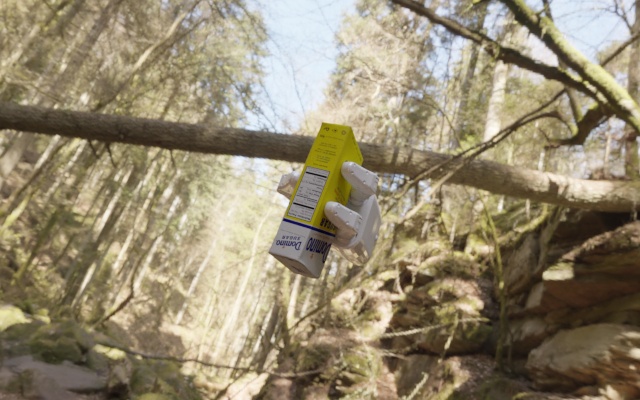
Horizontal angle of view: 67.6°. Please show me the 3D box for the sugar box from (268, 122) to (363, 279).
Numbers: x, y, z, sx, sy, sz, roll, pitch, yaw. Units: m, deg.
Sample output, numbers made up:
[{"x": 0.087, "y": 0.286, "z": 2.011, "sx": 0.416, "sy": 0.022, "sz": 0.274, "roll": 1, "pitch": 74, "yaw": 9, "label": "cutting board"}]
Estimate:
[{"x": 0.001, "y": 0.002, "z": 0.588, "sx": 0.048, "sy": 0.176, "sz": 0.093, "roll": 12, "pitch": -18, "yaw": 20, "label": "sugar box"}]
